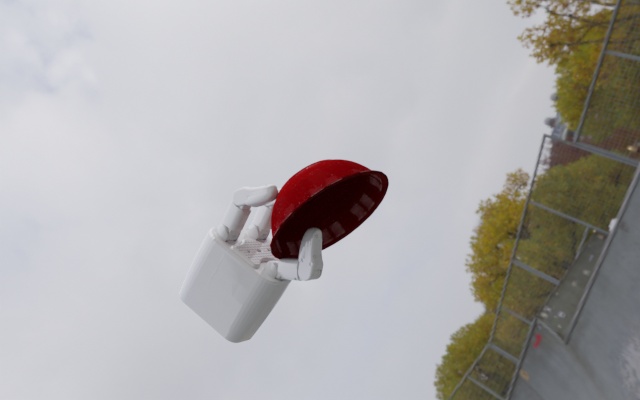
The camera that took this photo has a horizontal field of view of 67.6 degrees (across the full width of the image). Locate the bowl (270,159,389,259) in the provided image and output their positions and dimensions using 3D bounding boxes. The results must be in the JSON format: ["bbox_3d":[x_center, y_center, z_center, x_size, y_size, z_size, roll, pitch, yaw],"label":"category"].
[{"bbox_3d":[0.001,0.001,0.569,0.162,0.055,0.162,-28,-25,-14],"label":"bowl"}]
